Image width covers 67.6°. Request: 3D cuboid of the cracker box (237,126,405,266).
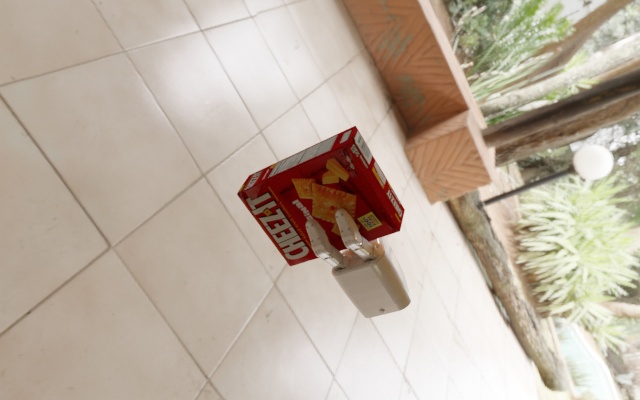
[{"bbox_3d":[0.000,0.002,0.758,0.214,0.164,0.072,-22,24,28],"label":"cracker box"}]
